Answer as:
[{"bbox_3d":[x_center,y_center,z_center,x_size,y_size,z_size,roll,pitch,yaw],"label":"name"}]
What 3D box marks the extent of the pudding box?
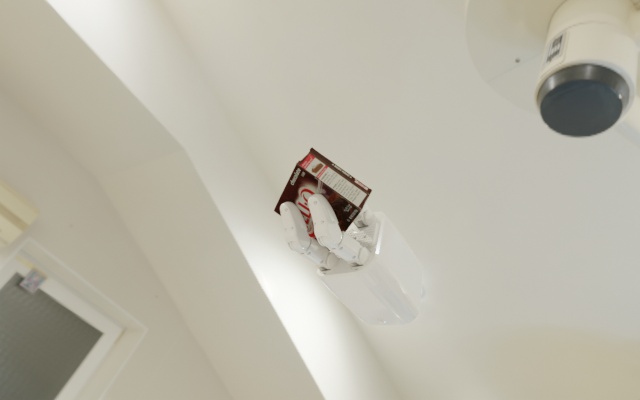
[{"bbox_3d":[0.000,0.002,0.575,0.090,0.039,0.113,35,-38,2],"label":"pudding box"}]
